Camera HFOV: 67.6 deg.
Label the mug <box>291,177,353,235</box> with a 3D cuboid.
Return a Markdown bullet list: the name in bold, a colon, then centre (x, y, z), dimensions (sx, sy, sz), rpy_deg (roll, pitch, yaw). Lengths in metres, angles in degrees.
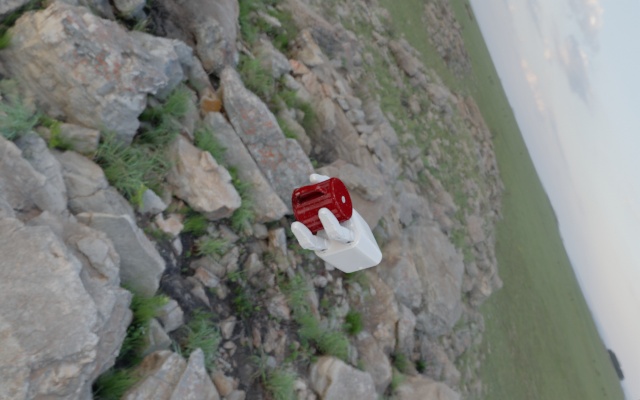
- **mug**: centre (0.000, 0.002, 0.853), dimensions (0.081, 0.093, 0.117), rpy_deg (-21, -36, 23)
